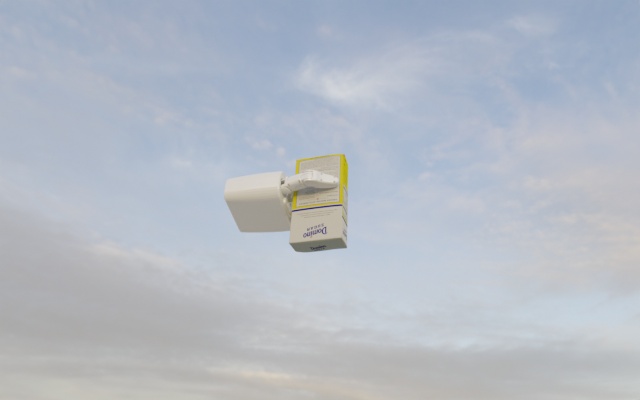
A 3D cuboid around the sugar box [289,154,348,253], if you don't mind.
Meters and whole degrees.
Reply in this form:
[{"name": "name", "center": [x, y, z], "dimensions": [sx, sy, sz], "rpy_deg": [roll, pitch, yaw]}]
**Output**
[{"name": "sugar box", "center": [0.000, 0.003, 0.835], "dimensions": [0.093, 0.176, 0.048], "rpy_deg": [-7, -32, 16]}]
